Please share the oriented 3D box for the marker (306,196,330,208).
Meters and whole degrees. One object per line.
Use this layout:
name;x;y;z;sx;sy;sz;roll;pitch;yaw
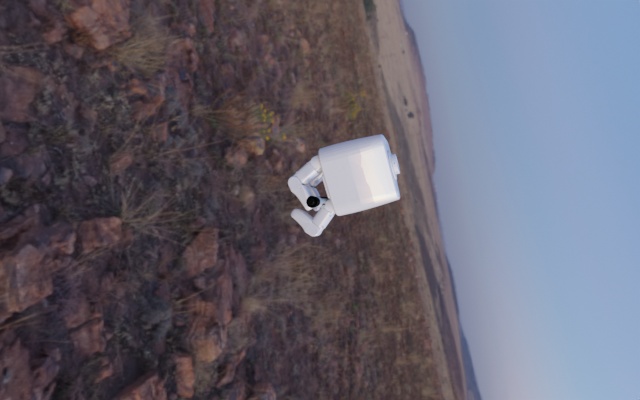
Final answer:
marker;0.000;0.003;0.777;0.020;0.020;0.121;0;-1;14
